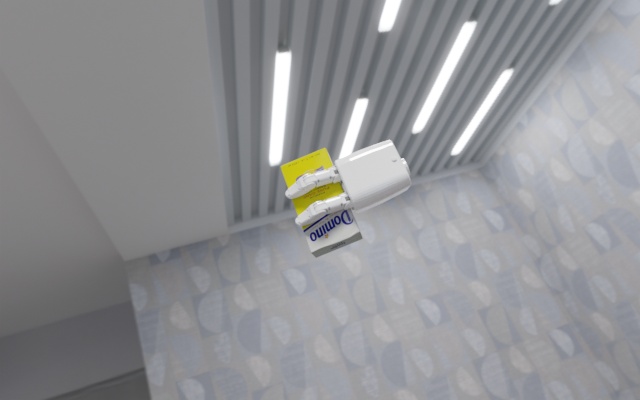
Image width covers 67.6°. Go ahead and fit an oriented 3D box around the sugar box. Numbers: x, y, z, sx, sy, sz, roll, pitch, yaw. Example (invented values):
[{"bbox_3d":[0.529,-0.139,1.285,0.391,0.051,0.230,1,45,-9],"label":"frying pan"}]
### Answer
[{"bbox_3d":[0.000,0.002,0.851,0.093,0.176,0.048,-23,-24,4],"label":"sugar box"}]
